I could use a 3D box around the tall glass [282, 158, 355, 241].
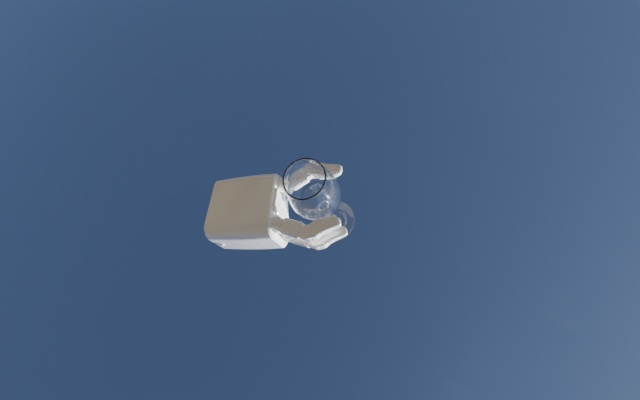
[{"bbox_3d":[0.000,0.003,0.739,0.079,0.079,0.201,0,-19,14],"label":"tall glass"}]
